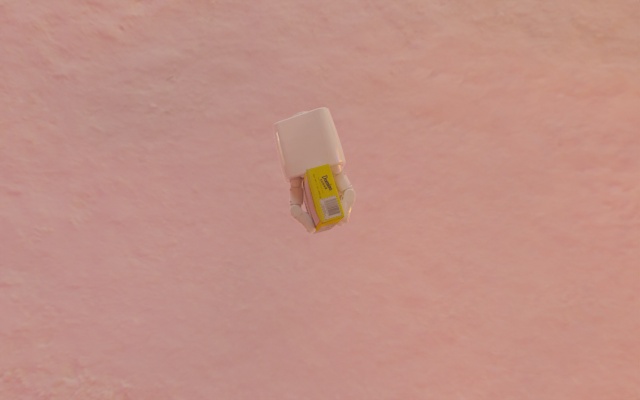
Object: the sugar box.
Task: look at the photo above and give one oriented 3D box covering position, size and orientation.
[{"bbox_3d":[0.001,0.002,0.841,0.048,0.093,0.176,-15,-7,-5],"label":"sugar box"}]
